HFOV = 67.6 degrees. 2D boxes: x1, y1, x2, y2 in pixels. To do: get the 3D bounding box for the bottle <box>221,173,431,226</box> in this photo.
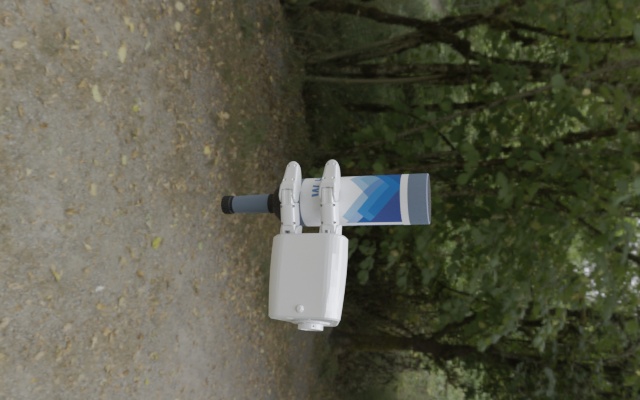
[{"bbox_3d":[0.000,0.002,0.661,0.296,0.069,0.069,-2,-1,17],"label":"bottle"}]
